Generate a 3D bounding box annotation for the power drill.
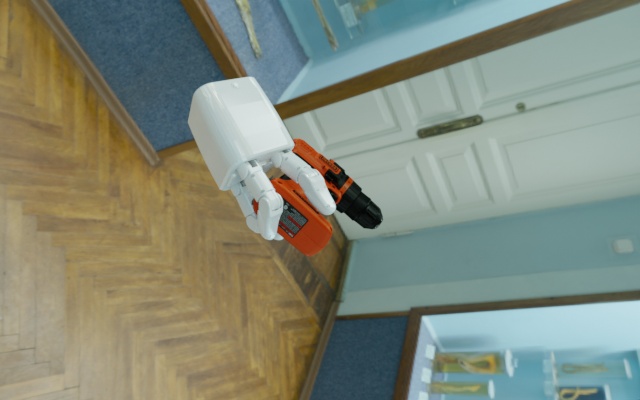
[{"bbox_3d":[0.000,0.002,0.659,0.184,0.057,0.187,39,25,-1],"label":"power drill"}]
